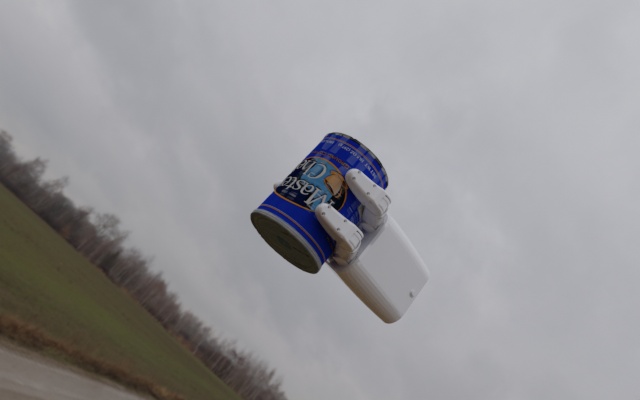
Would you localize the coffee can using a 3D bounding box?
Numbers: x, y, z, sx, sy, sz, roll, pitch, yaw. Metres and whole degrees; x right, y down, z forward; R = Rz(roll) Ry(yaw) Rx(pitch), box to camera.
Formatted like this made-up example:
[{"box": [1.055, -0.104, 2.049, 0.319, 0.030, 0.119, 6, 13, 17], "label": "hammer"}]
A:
[{"box": [0.000, 0.002, 0.574, 0.140, 0.103, 0.103, -48, 23, -22], "label": "coffee can"}]
